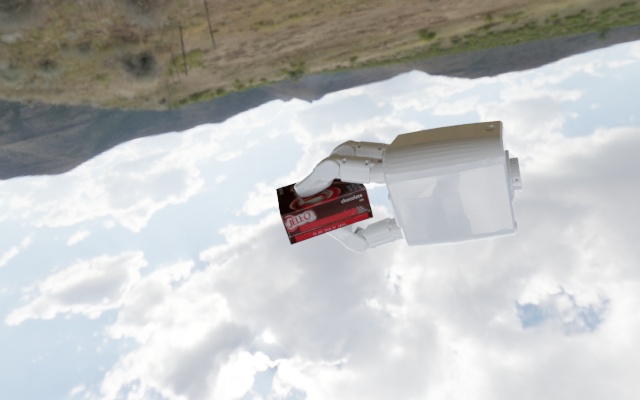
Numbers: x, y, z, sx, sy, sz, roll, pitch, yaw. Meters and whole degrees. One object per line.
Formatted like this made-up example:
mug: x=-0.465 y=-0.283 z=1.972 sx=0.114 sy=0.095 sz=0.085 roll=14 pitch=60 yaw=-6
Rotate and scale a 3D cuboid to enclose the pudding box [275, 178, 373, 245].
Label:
pudding box: x=0.000 y=0.002 z=0.520 sx=0.090 sy=0.039 sz=0.113 roll=-18 pitch=15 yaw=-3
